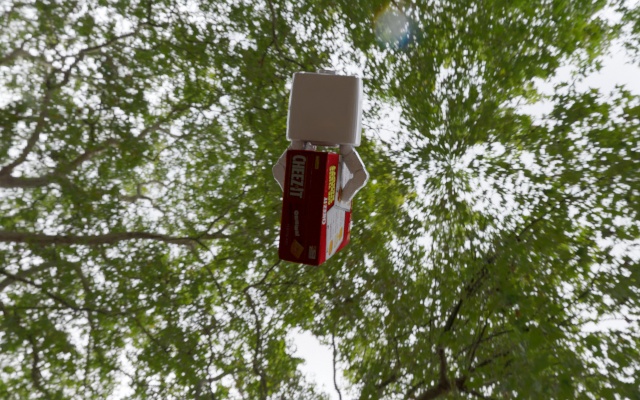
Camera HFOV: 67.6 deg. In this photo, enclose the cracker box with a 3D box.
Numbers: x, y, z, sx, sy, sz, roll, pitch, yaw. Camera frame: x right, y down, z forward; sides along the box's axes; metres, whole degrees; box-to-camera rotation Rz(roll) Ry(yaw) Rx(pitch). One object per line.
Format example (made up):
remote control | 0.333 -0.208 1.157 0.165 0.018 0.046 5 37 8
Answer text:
cracker box | 0.000 0.003 0.777 0.072 0.164 0.213 6 5 15
